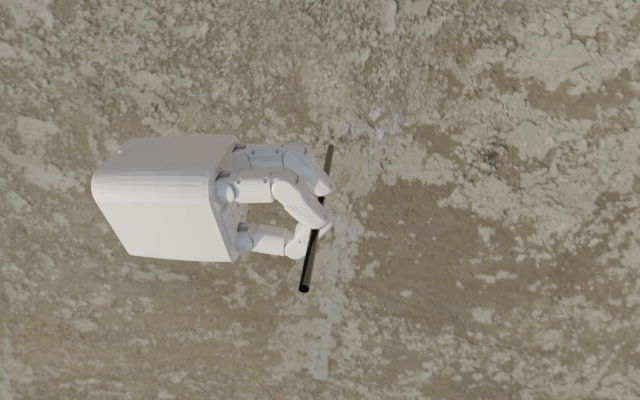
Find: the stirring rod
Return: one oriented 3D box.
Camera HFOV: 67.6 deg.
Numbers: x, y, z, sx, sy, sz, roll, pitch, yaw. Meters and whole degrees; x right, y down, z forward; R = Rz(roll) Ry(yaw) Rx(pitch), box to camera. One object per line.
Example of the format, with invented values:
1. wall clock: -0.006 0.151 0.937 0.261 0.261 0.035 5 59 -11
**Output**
1. stirring rod: 0.000 0.001 0.445 0.011 0.011 0.239 0 31 7
